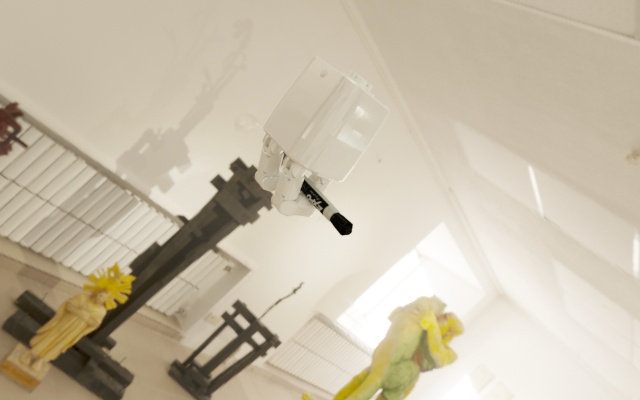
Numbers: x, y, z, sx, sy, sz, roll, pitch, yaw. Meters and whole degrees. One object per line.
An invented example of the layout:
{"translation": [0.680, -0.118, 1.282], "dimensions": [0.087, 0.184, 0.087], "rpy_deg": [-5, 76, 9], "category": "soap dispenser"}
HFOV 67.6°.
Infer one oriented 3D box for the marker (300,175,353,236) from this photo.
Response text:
{"translation": [0.000, 0.002, 0.563], "dimensions": [0.020, 0.020, 0.121], "rpy_deg": [0, 33, -39], "category": "marker"}
